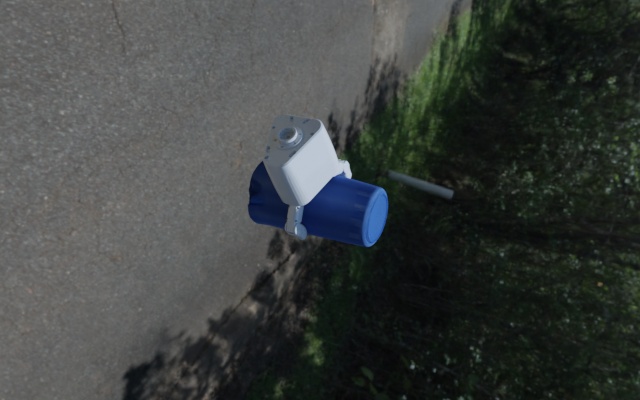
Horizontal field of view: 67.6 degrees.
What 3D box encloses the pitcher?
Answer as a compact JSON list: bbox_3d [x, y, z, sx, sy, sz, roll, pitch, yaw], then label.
[{"bbox_3d":[0.000,0.003,0.890,0.243,0.149,0.145,14,-30,26],"label":"pitcher"}]
